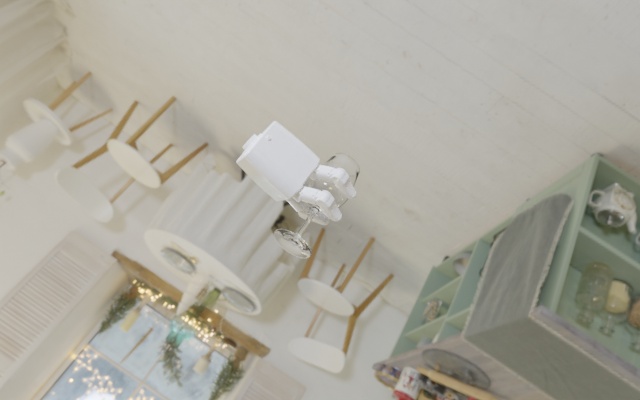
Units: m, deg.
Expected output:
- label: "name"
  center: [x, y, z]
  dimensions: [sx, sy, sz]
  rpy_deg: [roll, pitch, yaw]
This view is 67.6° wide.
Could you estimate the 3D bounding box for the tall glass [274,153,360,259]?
- label: "tall glass"
  center: [0.000, 0.003, 0.853]
  dimensions: [0.079, 0.201, 0.079]
  rpy_deg: [24, -33, 17]
